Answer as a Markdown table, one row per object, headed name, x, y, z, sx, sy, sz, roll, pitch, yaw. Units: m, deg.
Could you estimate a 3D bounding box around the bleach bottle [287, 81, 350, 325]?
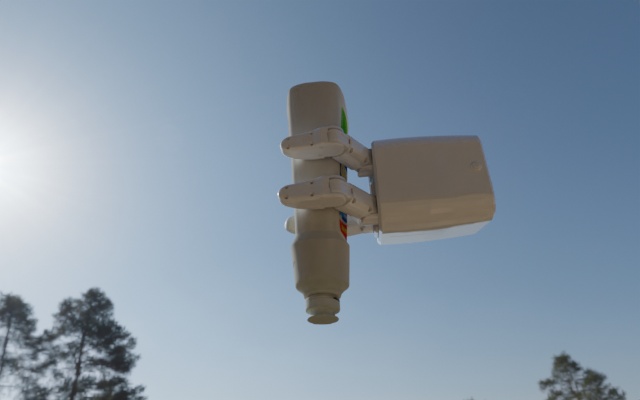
| name | x | y | z | sx | sy | sz | roll | pitch | yaw |
| --- | --- | --- | --- | --- | --- | --- | --- | --- | --- |
| bleach bottle | 0.000 | 0.002 | 0.488 | 0.068 | 0.250 | 0.103 | -5 | -31 | 6 |
